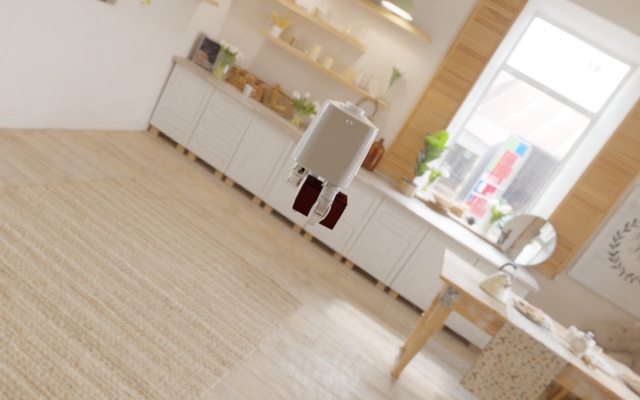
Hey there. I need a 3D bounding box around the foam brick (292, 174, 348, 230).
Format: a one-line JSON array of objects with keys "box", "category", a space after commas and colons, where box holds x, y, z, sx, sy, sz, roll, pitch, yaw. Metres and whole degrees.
[{"box": [0.000, 0.003, 0.780, 0.078, 0.051, 0.053, 29, 17, -6], "category": "foam brick"}]
